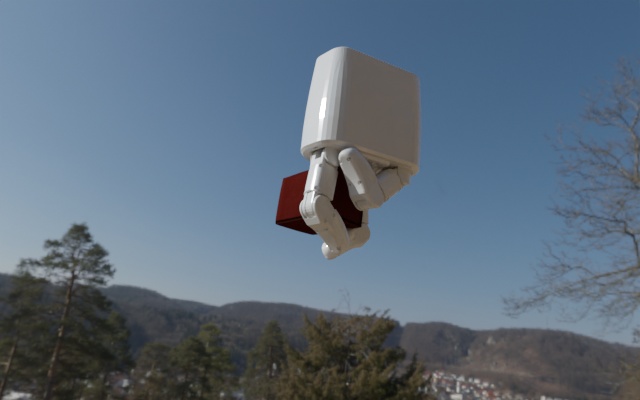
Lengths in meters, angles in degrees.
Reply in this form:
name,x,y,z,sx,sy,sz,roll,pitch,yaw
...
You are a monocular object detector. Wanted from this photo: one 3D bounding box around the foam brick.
name,x,y,z,sx,sy,sz,roll,pitch,yaw
foam brick,0.000,0.002,0.488,0.053,0.051,0.078,21,-23,-39
